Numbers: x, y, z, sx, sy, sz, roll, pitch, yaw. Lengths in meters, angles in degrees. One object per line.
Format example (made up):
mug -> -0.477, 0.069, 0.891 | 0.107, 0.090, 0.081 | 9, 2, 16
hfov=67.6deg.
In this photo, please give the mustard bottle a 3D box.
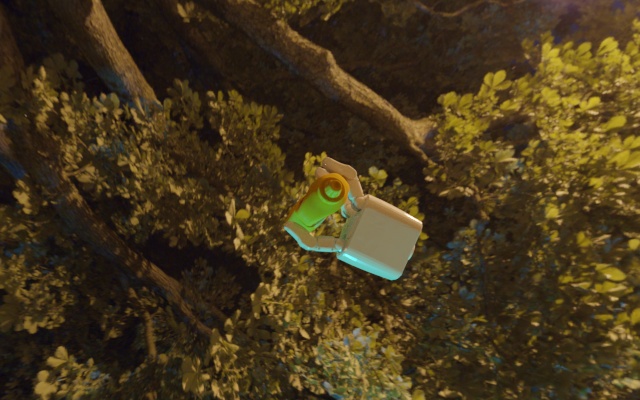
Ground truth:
mustard bottle -> 0.000, 0.002, 0.779 | 0.096, 0.058, 0.192 | -42, -1, -20
